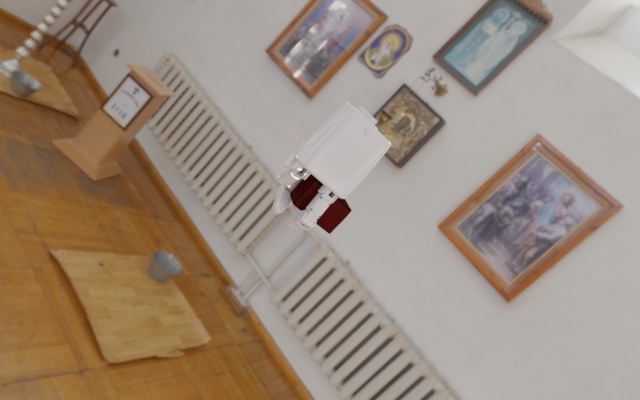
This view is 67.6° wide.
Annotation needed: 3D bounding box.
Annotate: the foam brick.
[{"bbox_3d":[0.000,0.003,0.725,0.078,0.051,0.053,40,9,-20],"label":"foam brick"}]
